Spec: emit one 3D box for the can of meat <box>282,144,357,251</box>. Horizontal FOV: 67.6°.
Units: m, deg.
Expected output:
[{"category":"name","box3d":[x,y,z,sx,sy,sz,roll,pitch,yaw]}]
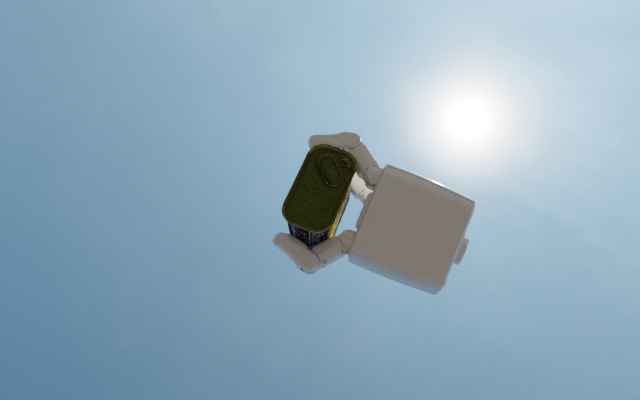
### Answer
[{"category":"can of meat","box3d":[0.000,0.002,0.543,0.057,0.102,0.084,20,-22,9]}]
